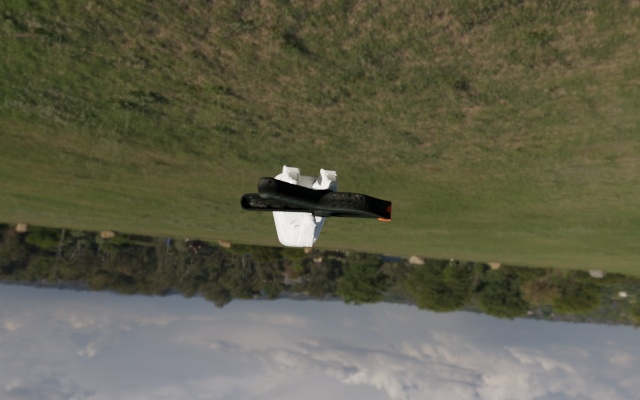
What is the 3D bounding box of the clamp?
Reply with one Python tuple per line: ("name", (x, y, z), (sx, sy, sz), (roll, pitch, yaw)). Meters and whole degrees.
("clamp", (0.001, 0.003, 0.634), (0.210, 0.036, 0.164), (6, -8, -9))
